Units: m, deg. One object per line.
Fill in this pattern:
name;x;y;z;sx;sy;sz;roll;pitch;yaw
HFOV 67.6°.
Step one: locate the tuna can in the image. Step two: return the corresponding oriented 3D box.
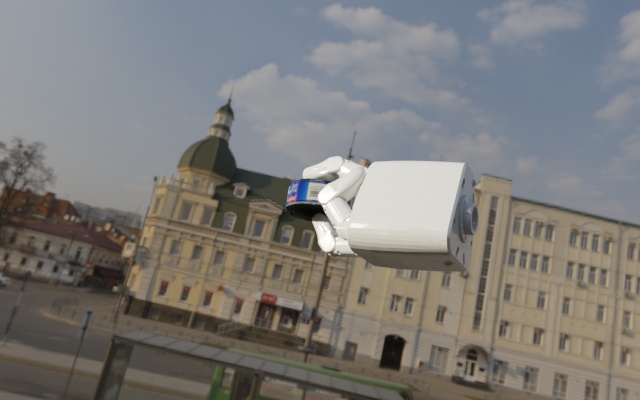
tuna can;0.000;0.001;0.603;0.086;0.033;0.086;8;-17;2
